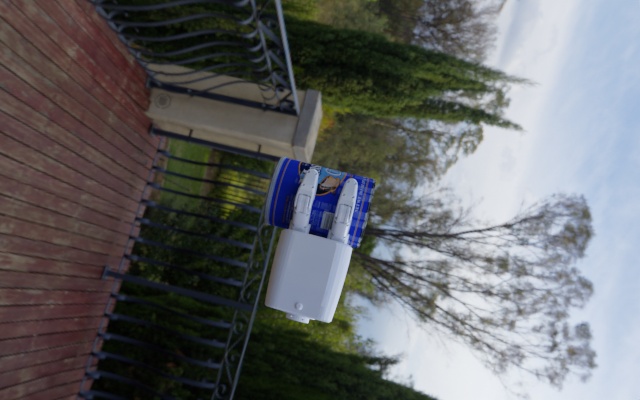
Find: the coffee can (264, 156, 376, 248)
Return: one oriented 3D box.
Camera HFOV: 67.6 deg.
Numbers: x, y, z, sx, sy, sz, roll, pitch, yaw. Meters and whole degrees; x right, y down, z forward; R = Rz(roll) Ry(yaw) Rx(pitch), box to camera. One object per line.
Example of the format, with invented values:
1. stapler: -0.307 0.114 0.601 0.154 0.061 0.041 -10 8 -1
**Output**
1. coffee can: 0.000 0.002 0.693 0.140 0.103 0.103 14 1 4
